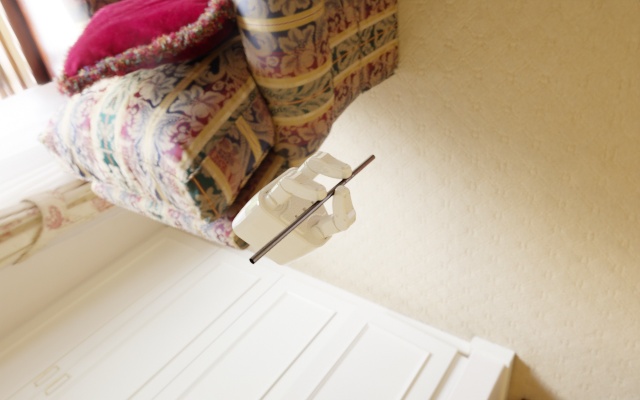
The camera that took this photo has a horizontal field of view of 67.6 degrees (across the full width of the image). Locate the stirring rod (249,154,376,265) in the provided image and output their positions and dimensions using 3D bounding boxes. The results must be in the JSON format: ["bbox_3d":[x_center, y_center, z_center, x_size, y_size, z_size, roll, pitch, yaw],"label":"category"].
[{"bbox_3d":[0.000,0.002,0.565,0.011,0.011,0.239,0,30,43],"label":"stirring rod"}]
